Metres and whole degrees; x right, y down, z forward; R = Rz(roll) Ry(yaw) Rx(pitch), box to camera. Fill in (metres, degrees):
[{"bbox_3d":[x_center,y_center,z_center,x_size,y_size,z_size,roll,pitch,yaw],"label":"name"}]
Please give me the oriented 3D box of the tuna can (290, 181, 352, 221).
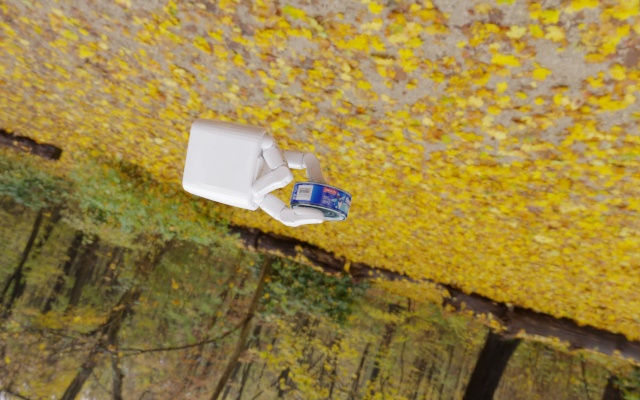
[{"bbox_3d":[0.000,0.003,0.682,0.086,0.033,0.086,12,-13,3],"label":"tuna can"}]
